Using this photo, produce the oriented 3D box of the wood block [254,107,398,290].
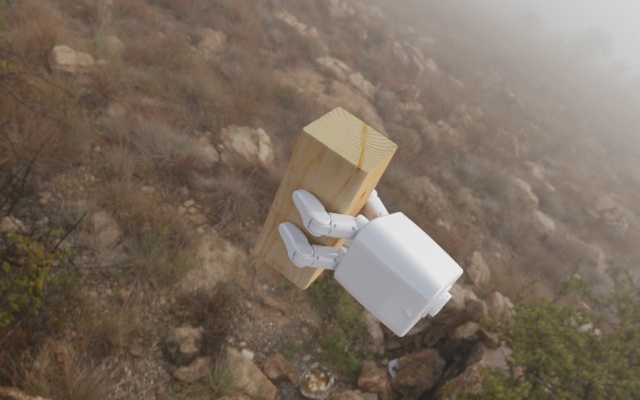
[{"bbox_3d":[0.001,0.002,0.600,0.090,0.206,0.090,35,39,12],"label":"wood block"}]
